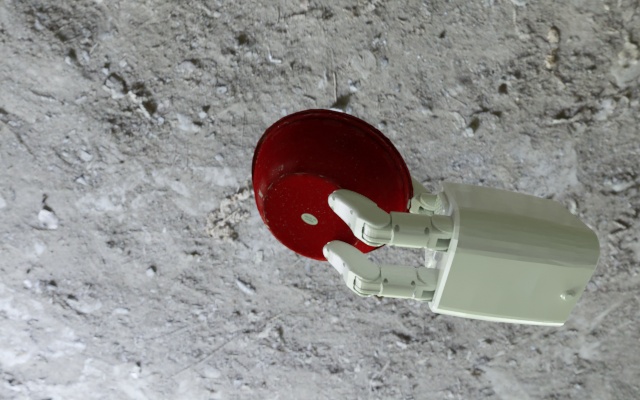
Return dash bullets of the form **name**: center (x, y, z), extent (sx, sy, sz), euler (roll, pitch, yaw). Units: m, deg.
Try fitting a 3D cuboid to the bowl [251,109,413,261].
- **bowl**: center (-0.001, 0.002, 0.438), extent (0.162, 0.162, 0.055), euler (0, 32, 21)
